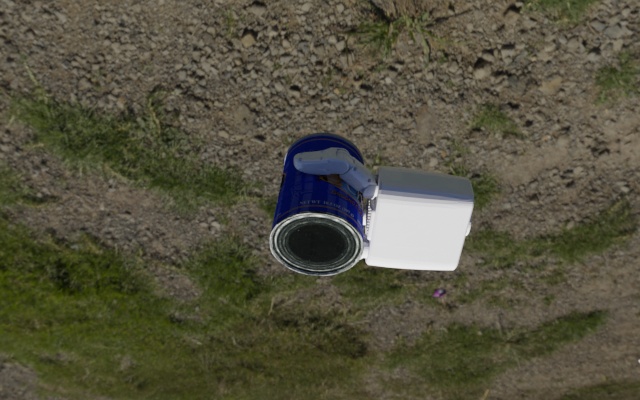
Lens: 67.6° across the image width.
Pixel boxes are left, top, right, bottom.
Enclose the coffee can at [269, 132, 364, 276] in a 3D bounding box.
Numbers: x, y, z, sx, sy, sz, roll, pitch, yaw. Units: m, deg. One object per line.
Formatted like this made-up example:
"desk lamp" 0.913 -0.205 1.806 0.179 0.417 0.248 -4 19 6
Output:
"coffee can" 0.000 0.002 0.563 0.103 0.103 0.140 0 43 5
